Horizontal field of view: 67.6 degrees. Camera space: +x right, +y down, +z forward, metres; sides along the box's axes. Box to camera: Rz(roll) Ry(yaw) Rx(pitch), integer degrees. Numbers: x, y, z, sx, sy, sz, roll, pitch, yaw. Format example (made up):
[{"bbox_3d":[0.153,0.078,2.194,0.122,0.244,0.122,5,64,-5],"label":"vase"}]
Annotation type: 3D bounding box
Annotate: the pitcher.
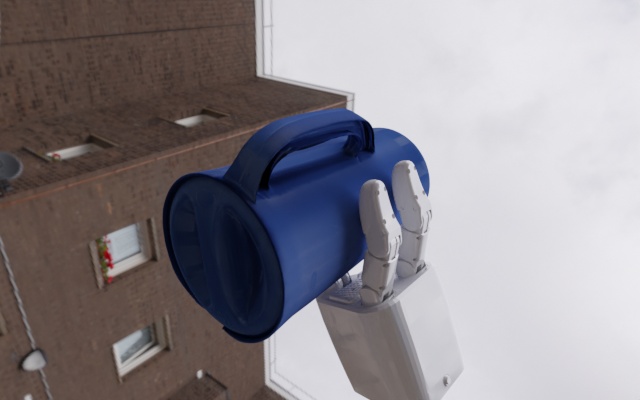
[{"bbox_3d":[0.000,0.002,0.421,0.149,0.145,0.242,-14,9,44],"label":"pitcher"}]
